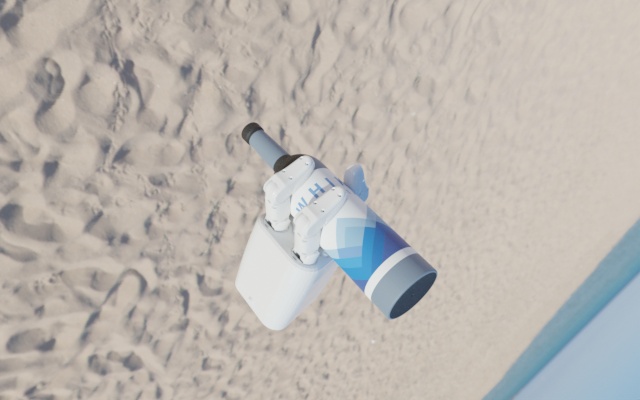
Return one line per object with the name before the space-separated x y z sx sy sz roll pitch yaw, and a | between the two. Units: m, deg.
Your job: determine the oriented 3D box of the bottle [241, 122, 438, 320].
bottle | 0.000 0.002 0.534 0.069 0.069 0.295 0 38 -51
